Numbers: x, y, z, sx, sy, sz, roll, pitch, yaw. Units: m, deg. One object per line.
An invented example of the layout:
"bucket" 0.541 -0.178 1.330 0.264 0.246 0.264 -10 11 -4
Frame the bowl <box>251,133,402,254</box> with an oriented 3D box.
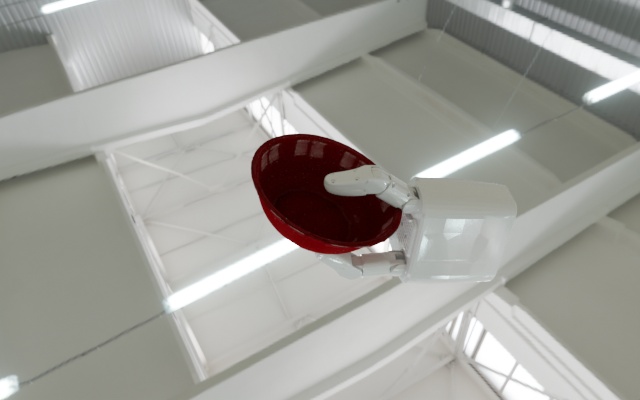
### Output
"bowl" -0.001 0.001 0.496 0.162 0.162 0.055 0 -44 -29
